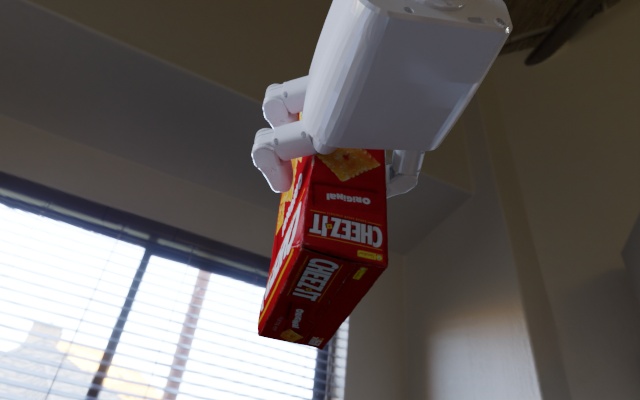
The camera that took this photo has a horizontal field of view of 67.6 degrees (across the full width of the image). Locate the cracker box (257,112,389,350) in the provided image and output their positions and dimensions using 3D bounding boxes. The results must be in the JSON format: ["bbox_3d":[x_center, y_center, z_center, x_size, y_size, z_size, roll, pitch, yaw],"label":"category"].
[{"bbox_3d":[0.000,0.001,0.438,0.072,0.213,0.164,13,-39,-9],"label":"cracker box"}]
